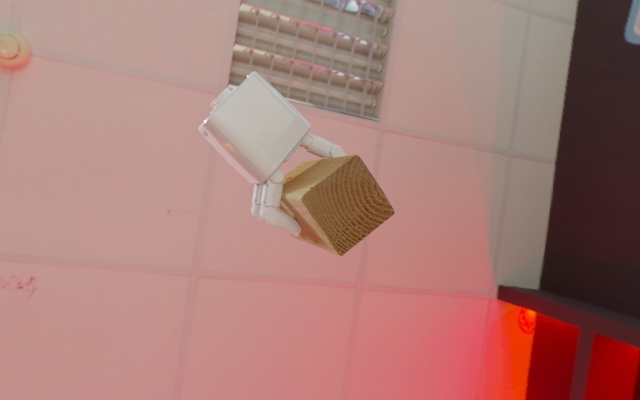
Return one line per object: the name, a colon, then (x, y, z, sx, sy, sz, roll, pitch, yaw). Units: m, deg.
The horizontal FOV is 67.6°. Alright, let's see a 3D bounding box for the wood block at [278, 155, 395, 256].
wood block: (0.000, 0.002, 0.655, 0.091, 0.090, 0.206, -38, 14, -14)
